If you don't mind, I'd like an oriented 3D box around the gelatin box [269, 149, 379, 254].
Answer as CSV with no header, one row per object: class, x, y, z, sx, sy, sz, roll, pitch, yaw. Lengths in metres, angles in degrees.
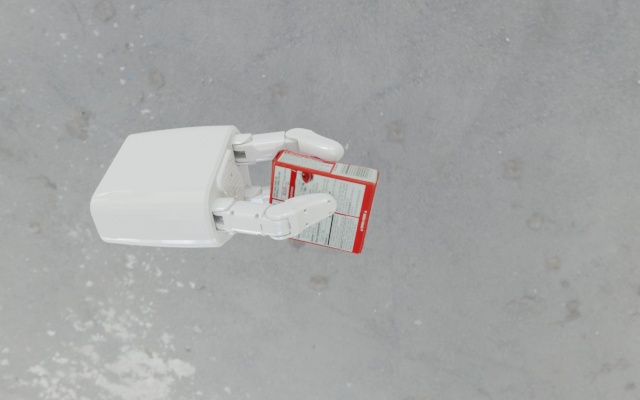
gelatin box,0.000,0.002,0.413,0.089,0.073,0.030,13,31,7
